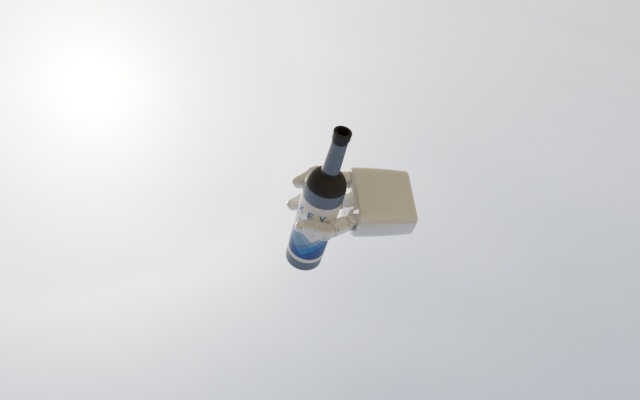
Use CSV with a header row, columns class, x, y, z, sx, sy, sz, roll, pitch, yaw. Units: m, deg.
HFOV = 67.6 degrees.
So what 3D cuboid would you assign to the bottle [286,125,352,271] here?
class,x,y,z,sx,sy,sz,roll,pitch,yaw
bottle,0.000,0.003,0.768,0.069,0.069,0.296,0,-42,-17
